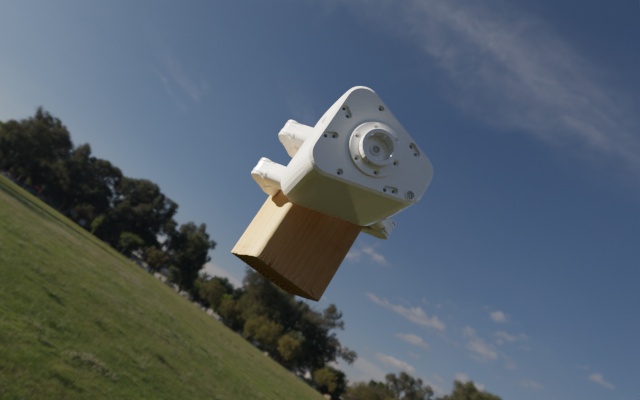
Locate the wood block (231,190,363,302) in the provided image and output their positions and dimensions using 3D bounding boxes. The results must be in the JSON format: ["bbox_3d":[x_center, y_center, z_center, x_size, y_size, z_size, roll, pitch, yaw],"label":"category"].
[{"bbox_3d":[0.001,0.002,0.557,0.091,0.206,0.090,40,-19,-19],"label":"wood block"}]
